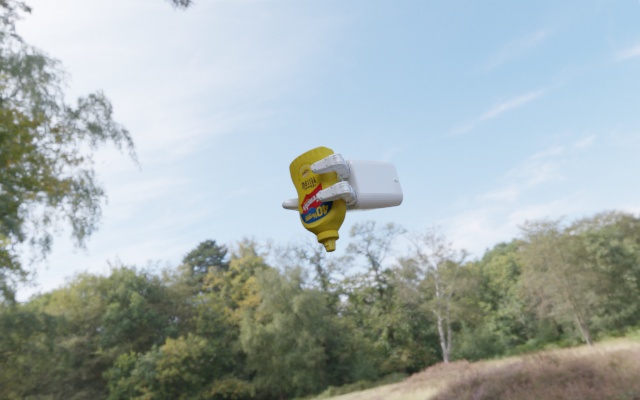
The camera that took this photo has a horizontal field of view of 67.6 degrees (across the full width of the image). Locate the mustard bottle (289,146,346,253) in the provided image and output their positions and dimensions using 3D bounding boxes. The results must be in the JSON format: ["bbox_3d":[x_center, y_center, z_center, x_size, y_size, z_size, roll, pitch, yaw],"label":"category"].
[{"bbox_3d":[0.000,0.003,0.884,0.096,0.191,0.058,-25,-23,32],"label":"mustard bottle"}]
